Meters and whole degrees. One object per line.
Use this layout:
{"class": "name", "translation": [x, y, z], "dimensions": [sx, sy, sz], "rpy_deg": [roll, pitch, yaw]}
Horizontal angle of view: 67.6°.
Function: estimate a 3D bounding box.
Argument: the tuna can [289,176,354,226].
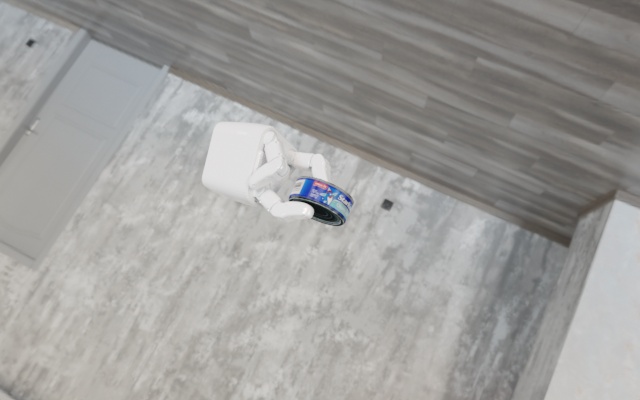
{"class": "tuna can", "translation": [0.000, 0.003, 0.655], "dimensions": [0.086, 0.033, 0.086], "rpy_deg": [21, -18, 7]}
